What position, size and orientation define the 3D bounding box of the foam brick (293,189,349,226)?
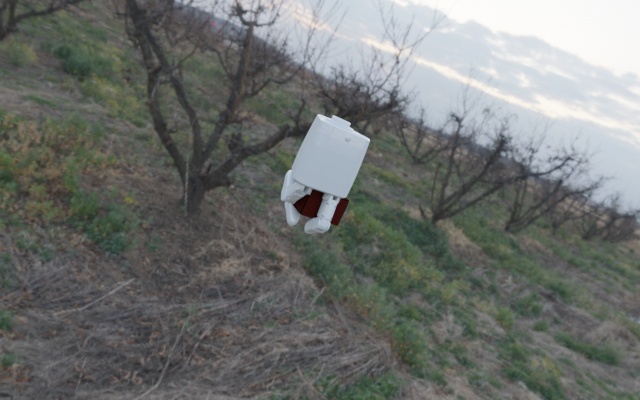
[{"bbox_3d":[0.000,0.003,0.826,0.078,0.051,0.053,18,14,-27],"label":"foam brick"}]
